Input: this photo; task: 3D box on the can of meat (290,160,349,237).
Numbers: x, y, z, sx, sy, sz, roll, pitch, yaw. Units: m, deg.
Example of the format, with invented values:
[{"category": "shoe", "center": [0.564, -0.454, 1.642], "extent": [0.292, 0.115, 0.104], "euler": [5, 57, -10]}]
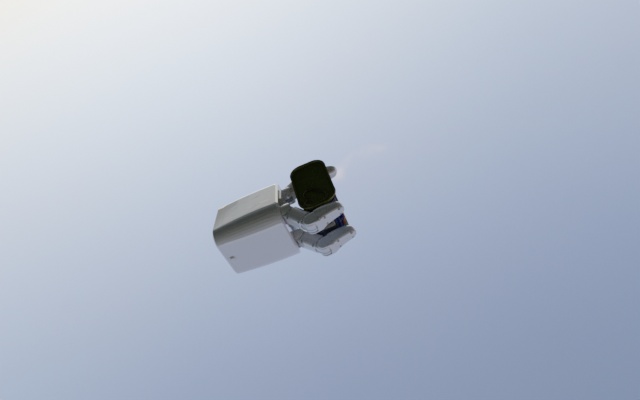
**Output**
[{"category": "can of meat", "center": [0.000, 0.003, 0.726], "extent": [0.057, 0.084, 0.102], "euler": [-23, 40, 2]}]
